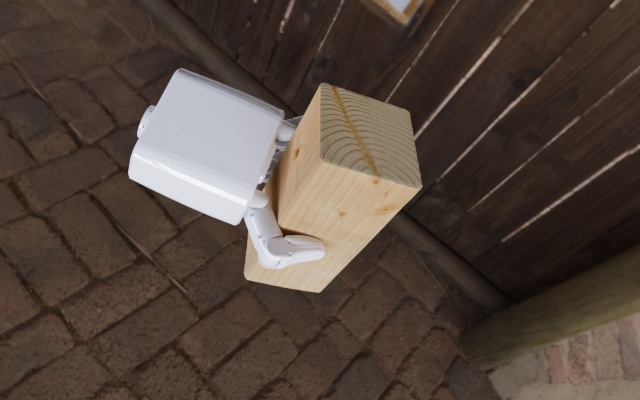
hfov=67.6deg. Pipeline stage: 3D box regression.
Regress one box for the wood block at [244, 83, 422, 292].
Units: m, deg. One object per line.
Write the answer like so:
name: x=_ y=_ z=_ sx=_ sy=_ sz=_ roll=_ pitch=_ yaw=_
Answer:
wood block: x=0.000 y=0.002 z=0.464 sx=0.090 sy=0.090 sz=0.206 roll=14 pitch=-38 yaw=-18
